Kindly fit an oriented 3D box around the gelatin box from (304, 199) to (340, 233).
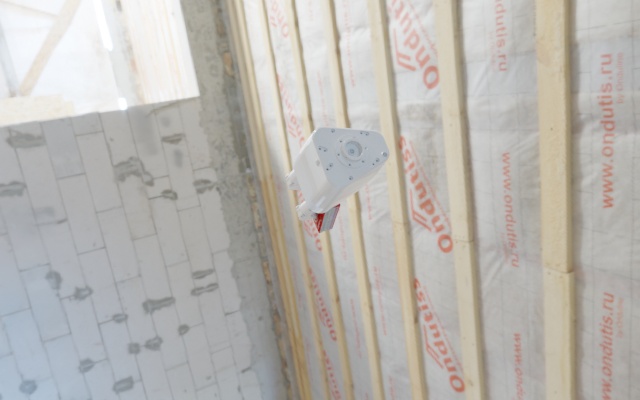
[{"bbox_3d":[0.001,0.003,0.809,0.030,0.073,0.089,-17,-26,-17],"label":"gelatin box"}]
